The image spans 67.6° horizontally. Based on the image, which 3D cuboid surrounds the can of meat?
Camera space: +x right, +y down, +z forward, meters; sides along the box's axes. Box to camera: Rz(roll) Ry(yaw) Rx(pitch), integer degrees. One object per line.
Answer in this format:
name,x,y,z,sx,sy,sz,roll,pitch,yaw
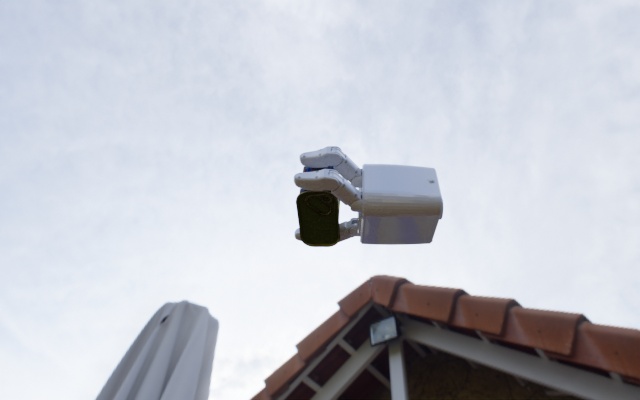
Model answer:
can of meat,0.000,0.002,0.692,0.057,0.102,0.084,-1,39,6
